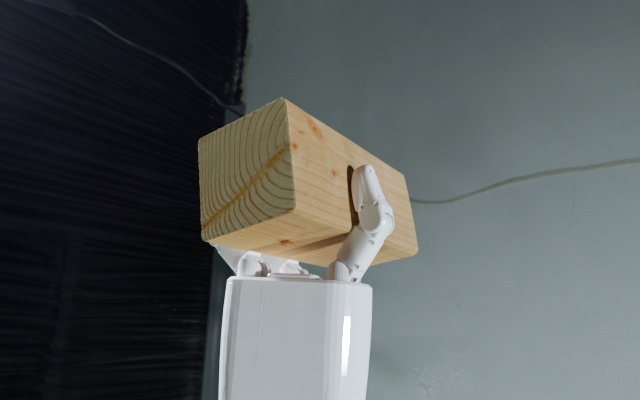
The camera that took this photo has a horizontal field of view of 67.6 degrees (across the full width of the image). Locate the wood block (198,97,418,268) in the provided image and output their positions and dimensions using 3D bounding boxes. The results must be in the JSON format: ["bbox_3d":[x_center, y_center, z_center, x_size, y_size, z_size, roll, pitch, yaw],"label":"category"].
[{"bbox_3d":[0.000,0.002,0.431,0.091,0.090,0.206,-19,-23,29],"label":"wood block"}]
